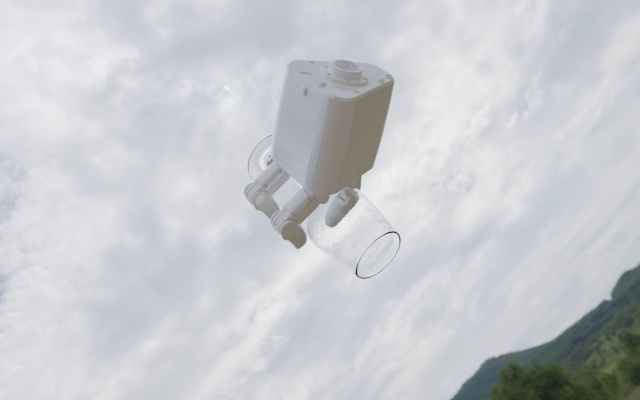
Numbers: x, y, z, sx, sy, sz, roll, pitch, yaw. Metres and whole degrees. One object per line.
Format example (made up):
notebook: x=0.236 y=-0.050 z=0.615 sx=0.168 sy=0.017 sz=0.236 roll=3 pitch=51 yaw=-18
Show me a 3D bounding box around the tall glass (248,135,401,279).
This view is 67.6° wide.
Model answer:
tall glass: x=0.000 y=0.002 z=0.544 sx=0.079 sy=0.079 sz=0.201 roll=0 pitch=34 yaw=-46
